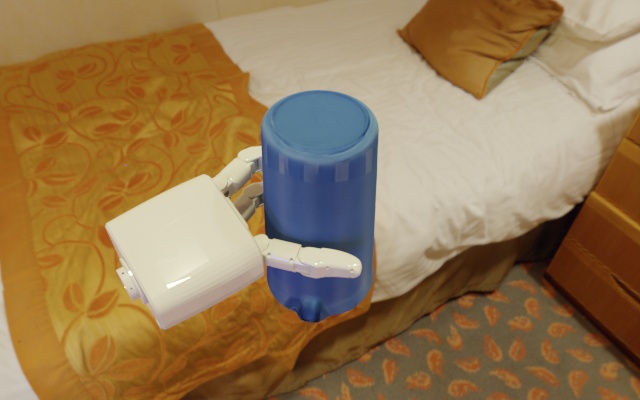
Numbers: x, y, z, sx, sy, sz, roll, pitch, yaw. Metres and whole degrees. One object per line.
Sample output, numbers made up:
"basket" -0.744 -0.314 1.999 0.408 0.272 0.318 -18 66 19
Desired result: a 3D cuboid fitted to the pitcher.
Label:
"pitcher" 0.000 0.002 0.522 0.145 0.243 0.149 -27 52 -24
